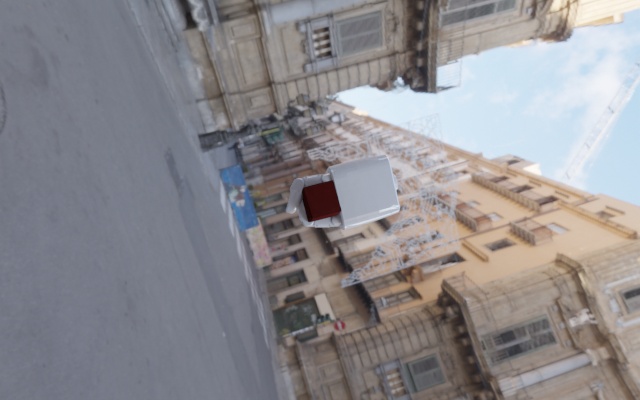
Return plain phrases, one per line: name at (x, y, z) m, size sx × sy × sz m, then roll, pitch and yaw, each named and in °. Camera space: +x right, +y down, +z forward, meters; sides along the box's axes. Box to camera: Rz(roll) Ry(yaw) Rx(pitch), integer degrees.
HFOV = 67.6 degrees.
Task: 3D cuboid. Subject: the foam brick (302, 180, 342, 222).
foam brick at (0.000, 0.003, 0.787) m, size 0.051 × 0.053 × 0.078 m, roll -14°, pitch -6°, yaw -6°
